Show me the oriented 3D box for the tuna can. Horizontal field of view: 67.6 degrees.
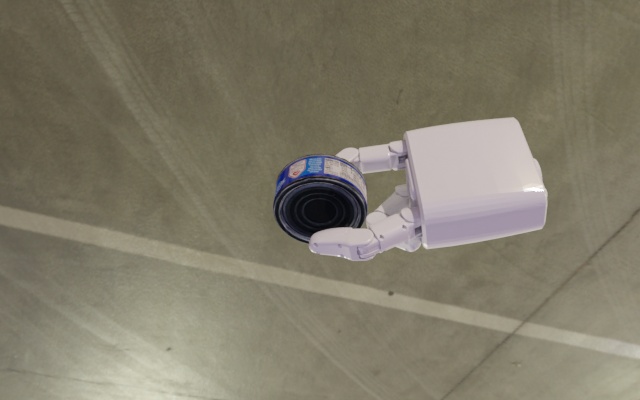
[{"bbox_3d":[0.000,0.002,0.435,0.086,0.086,0.033,0,42,3],"label":"tuna can"}]
